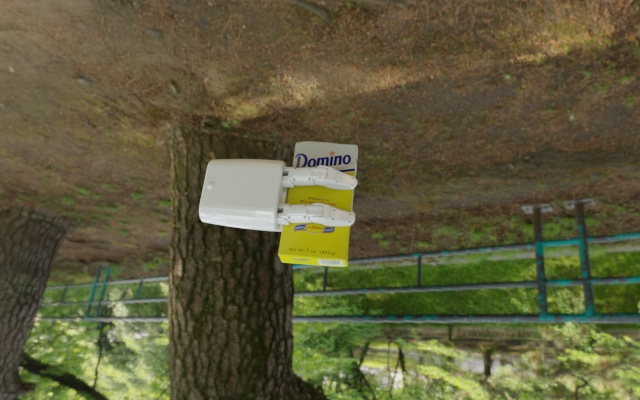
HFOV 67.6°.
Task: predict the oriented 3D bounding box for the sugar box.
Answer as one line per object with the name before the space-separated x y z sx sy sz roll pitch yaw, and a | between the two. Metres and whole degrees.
sugar box | 0.000 0.002 0.674 0.093 0.176 0.048 4 -21 6
